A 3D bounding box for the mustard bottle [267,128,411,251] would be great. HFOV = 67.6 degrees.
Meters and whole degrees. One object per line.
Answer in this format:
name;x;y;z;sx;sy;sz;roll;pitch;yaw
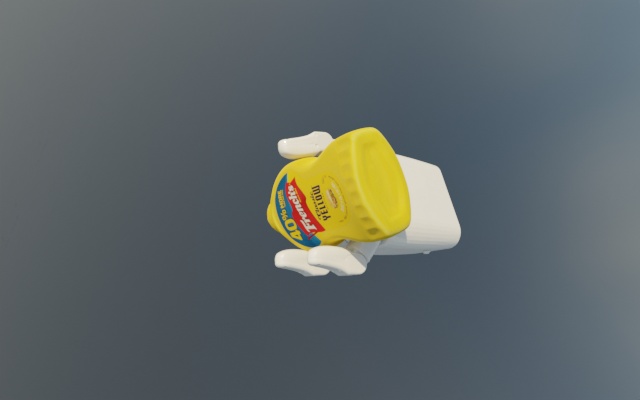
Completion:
mustard bottle;0.000;0.002;0.475;0.058;0.096;0.191;-22;2;-36
